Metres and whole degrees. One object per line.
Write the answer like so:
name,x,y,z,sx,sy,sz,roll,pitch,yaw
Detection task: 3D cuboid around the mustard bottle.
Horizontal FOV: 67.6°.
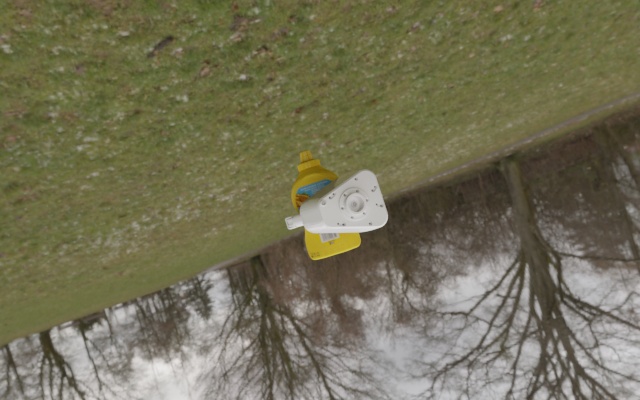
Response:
mustard bottle,0.000,0.003,0.857,0.096,0.191,0.058,-18,0,8
